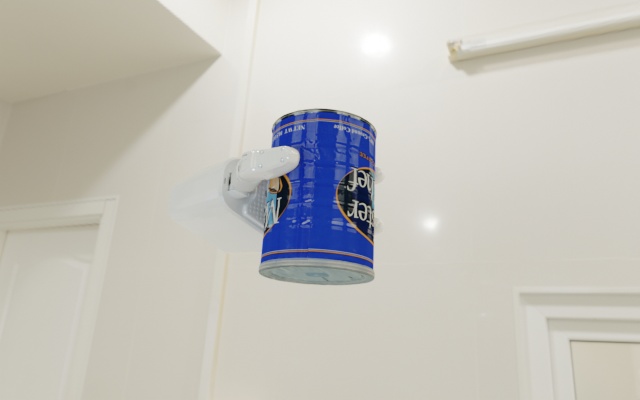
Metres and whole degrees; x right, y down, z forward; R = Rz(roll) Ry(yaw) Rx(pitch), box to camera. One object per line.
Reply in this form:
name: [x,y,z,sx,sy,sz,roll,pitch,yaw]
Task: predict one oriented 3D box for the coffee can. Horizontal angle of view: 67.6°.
coffee can: [0.000,0.002,0.443,0.103,0.140,0.103,3,-18,1]
